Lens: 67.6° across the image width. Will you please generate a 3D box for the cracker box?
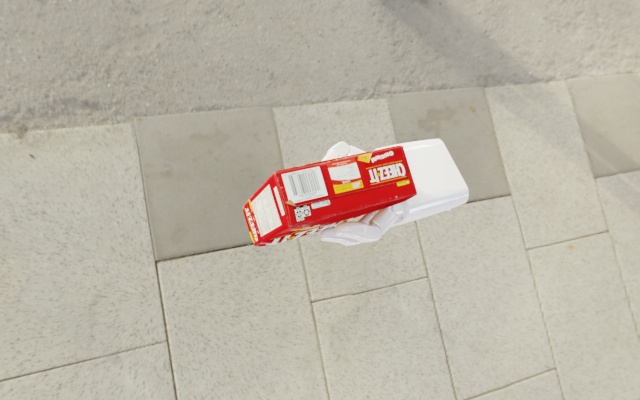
[{"bbox_3d":[0.000,0.002,0.628,0.164,0.072,0.214,-14,-6,-20],"label":"cracker box"}]
